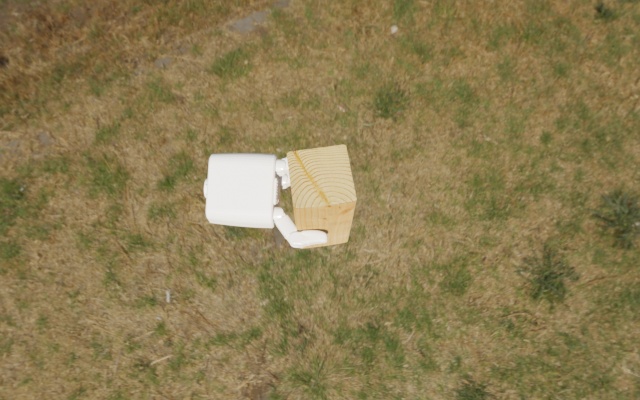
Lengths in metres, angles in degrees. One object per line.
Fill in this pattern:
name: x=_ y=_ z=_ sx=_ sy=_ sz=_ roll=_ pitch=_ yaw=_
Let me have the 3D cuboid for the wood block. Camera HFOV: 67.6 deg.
wood block: x=0.000 y=0.003 z=0.766 sx=0.090 sy=0.090 sz=0.206 roll=-8 pitch=-21 yaw=-3
